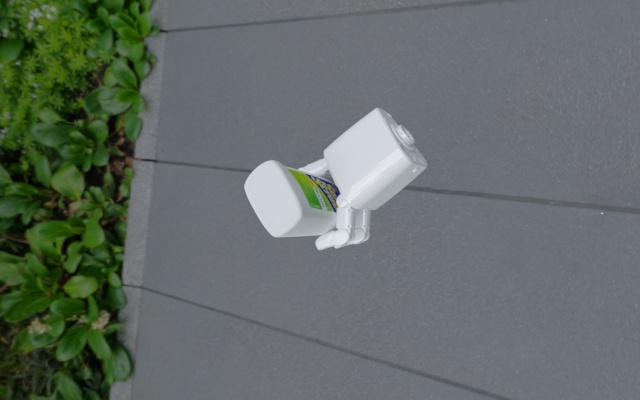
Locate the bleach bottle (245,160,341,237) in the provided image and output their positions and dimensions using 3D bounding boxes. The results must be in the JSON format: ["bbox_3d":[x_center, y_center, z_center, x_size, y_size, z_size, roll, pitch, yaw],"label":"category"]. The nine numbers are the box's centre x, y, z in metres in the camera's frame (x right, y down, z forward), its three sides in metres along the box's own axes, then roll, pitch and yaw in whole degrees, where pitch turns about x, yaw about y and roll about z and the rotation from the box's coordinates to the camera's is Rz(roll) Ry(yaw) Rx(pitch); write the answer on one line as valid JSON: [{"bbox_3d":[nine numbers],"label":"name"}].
[{"bbox_3d":[0.000,0.002,0.723,0.068,0.102,0.251,-39,-20,24],"label":"bleach bottle"}]
